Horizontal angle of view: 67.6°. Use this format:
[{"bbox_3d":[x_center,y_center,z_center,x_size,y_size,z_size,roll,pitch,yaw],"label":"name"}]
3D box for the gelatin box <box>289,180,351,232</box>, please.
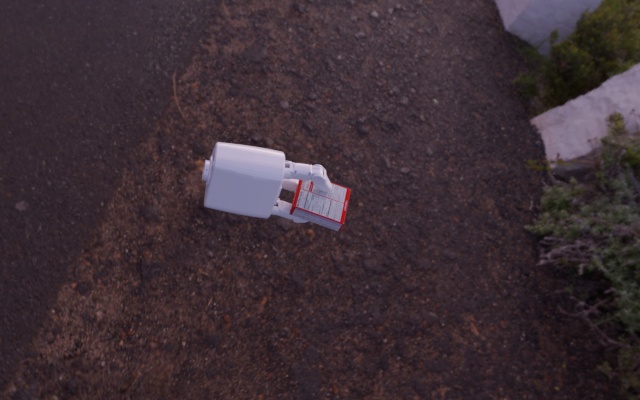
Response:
[{"bbox_3d":[0.001,0.002,0.790,0.089,0.073,0.030,19,-36,-8],"label":"gelatin box"}]
